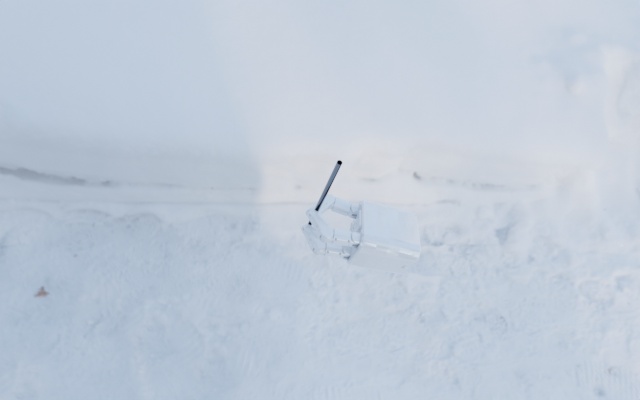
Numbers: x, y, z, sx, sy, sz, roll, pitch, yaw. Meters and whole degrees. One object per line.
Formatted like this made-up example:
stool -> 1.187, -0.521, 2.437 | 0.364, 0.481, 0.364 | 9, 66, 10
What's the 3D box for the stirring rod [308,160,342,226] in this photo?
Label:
stirring rod -> 0.000, 0.003, 0.781 | 0.011, 0.011, 0.240 | 0, -28, -15
